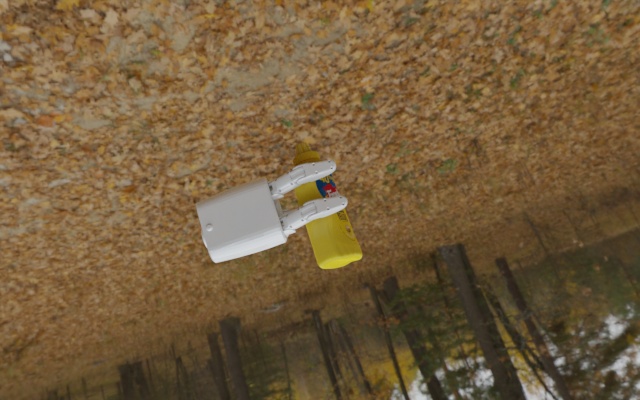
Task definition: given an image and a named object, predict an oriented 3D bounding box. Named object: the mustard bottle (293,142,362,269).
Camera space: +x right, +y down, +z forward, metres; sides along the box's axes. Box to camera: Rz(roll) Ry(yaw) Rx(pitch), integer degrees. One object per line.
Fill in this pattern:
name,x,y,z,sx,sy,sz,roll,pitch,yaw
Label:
mustard bottle,0.001,0.002,0.704,0.058,0.191,0.096,-26,-17,21
